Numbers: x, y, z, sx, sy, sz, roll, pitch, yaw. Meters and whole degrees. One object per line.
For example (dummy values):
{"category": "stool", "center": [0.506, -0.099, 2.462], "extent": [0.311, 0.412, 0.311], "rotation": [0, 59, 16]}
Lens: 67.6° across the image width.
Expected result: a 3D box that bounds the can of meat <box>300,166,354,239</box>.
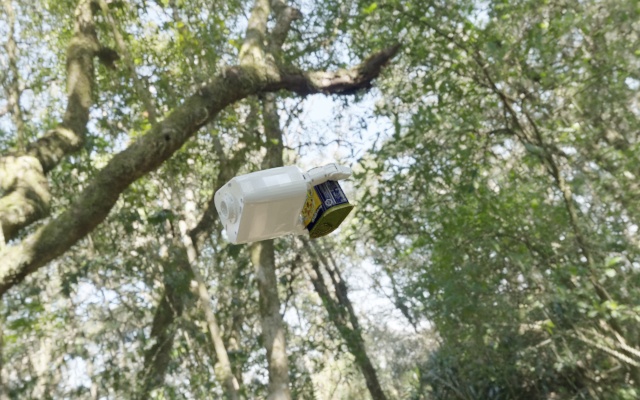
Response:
{"category": "can of meat", "center": [0.000, 0.002, 0.798], "extent": [0.057, 0.084, 0.102], "rotation": [-14, -24, -31]}
